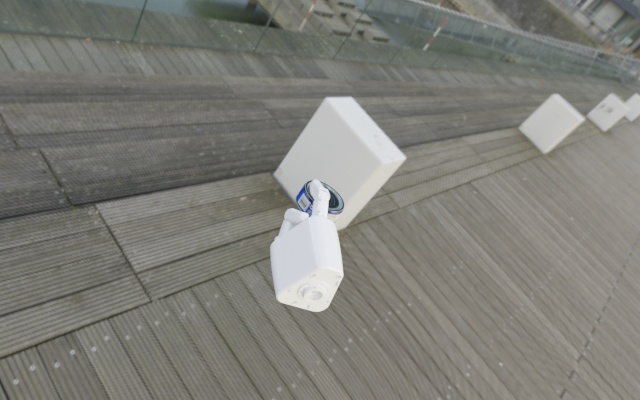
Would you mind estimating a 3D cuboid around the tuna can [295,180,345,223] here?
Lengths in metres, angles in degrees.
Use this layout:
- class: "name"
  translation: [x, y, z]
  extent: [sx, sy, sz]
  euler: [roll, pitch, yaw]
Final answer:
- class: "tuna can"
  translation: [0.000, 0.002, 0.858]
  extent: [0.086, 0.034, 0.086]
  euler: [25, 31, -17]
